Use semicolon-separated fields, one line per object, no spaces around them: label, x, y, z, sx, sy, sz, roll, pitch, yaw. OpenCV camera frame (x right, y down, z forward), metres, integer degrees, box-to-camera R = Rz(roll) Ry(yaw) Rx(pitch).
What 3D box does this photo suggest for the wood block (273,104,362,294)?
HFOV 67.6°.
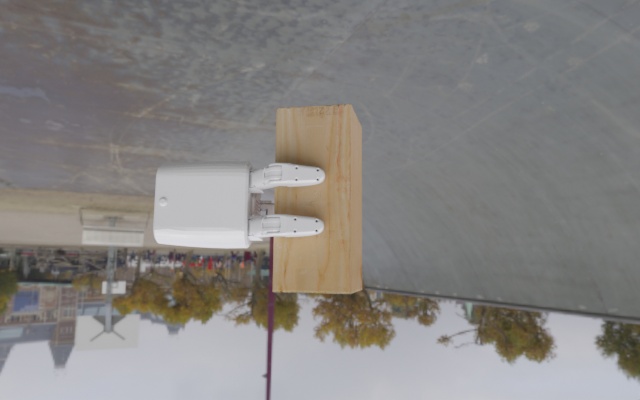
wood block;0.000;0.002;0.562;0.090;0.206;0.091;-1;-8;12
